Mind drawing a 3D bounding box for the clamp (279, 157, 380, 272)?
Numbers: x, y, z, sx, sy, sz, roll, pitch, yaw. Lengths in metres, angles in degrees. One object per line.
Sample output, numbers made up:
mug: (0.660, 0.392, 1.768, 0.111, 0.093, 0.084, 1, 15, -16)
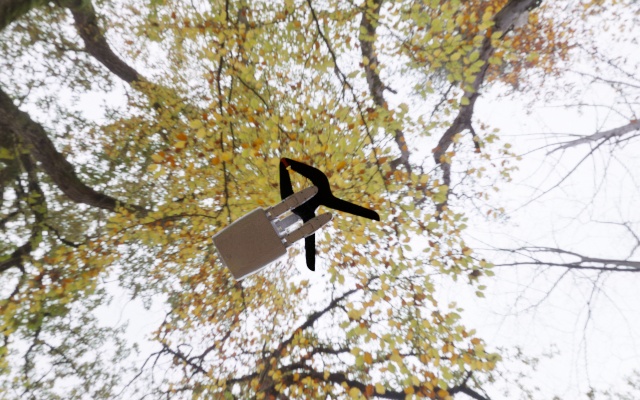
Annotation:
clamp: (0.000, 0.003, 0.882, 0.164, 0.210, 0.036, -30, 0, -8)
